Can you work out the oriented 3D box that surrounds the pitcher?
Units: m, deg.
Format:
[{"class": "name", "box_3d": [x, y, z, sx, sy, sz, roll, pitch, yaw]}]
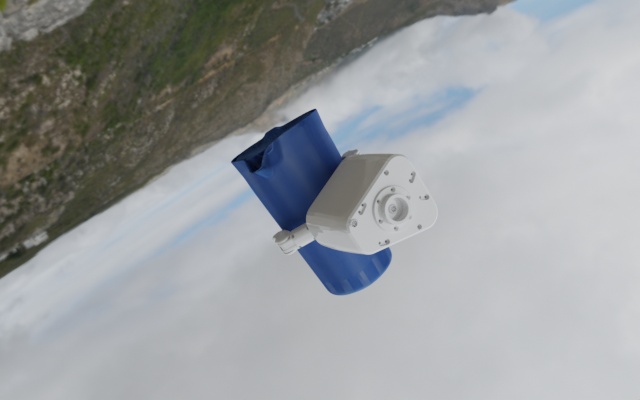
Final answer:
[{"class": "pitcher", "box_3d": [0.000, 0.002, 0.666, 0.149, 0.243, 0.145, -37, 15, -18]}]
